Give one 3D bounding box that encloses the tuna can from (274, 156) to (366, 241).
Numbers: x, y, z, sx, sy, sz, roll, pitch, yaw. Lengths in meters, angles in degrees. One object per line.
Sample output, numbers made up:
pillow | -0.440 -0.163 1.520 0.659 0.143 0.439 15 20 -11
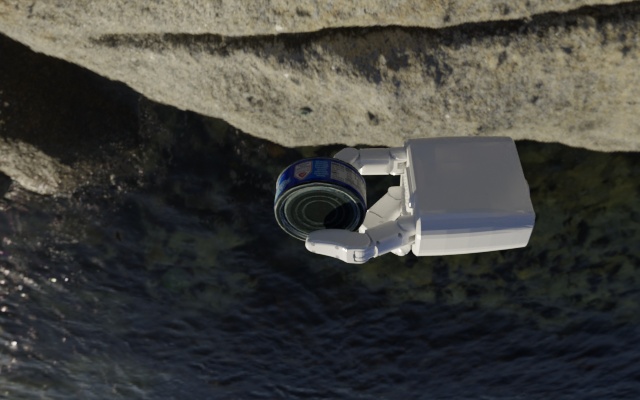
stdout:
tuna can | 0.000 0.002 0.444 0.086 0.033 0.086 2 -43 1
